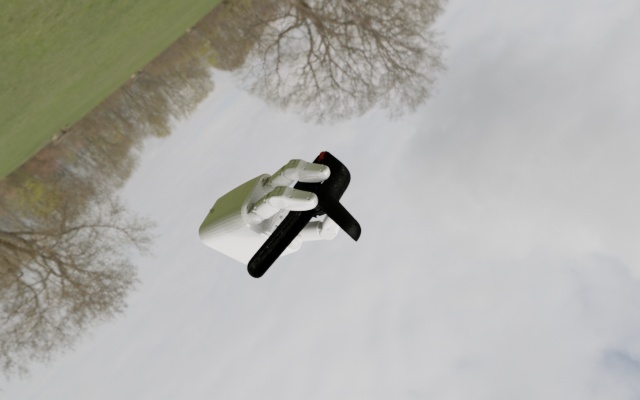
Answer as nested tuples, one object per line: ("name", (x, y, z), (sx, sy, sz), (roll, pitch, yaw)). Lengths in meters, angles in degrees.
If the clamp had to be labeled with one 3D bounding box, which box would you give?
("clamp", (0.001, 0.002, 0.619), (0.164, 0.036, 0.209), (-19, 34, 35))
